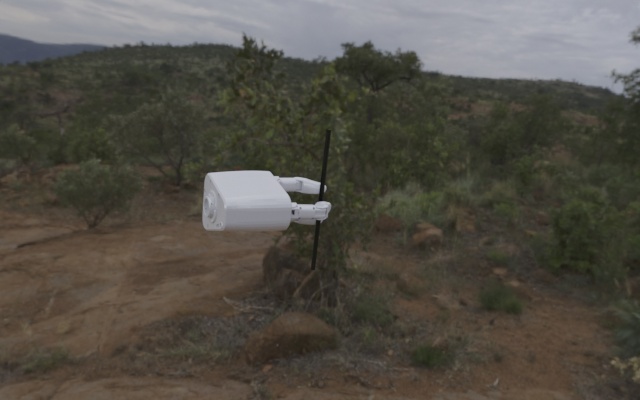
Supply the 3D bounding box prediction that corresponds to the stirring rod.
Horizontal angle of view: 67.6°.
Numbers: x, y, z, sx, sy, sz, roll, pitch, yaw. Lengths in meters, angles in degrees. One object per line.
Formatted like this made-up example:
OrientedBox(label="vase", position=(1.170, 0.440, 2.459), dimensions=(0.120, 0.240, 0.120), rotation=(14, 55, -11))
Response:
OrientedBox(label="stirring rod", position=(0.000, 0.003, 0.799), dimensions=(0.011, 0.239, 0.011), rotation=(6, 13, -1))
